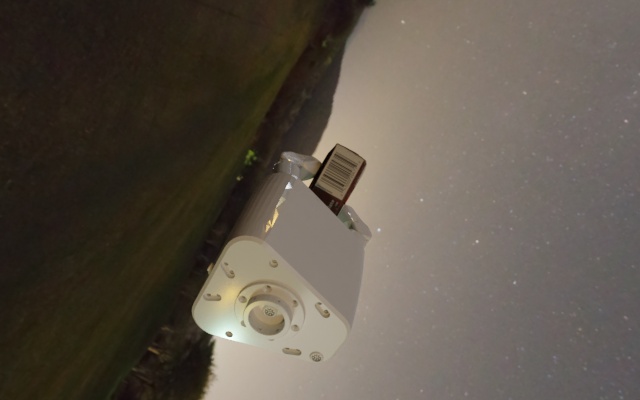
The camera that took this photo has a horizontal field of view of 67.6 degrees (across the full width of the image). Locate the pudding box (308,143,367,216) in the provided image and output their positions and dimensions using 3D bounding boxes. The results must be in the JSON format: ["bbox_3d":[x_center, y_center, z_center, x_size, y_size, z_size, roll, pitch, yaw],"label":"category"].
[{"bbox_3d":[0.000,0.002,0.495,0.039,0.113,0.090,31,-3,-5],"label":"pudding box"}]
